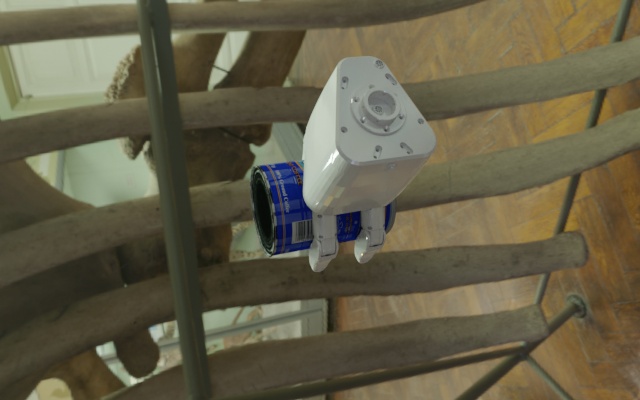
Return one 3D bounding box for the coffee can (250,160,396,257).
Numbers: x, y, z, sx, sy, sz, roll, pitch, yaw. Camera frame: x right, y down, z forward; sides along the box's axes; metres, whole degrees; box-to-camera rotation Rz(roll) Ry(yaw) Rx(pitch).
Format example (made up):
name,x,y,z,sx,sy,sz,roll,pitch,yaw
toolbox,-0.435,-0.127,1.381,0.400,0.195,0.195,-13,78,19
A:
name,x,y,z,sx,sy,sz,roll,pitch,yaw
coffee can,0.000,0.002,0.544,0.140,0.103,0.103,-9,3,-19
